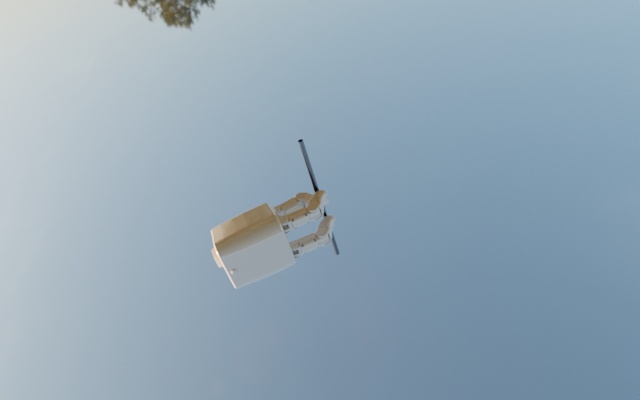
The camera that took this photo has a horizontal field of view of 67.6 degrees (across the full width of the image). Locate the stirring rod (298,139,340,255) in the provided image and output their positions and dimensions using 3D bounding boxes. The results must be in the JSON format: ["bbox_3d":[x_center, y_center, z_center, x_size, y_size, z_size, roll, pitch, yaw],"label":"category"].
[{"bbox_3d":[0.000,0.003,0.791,0.011,0.240,0.011,-12,36,9],"label":"stirring rod"}]
